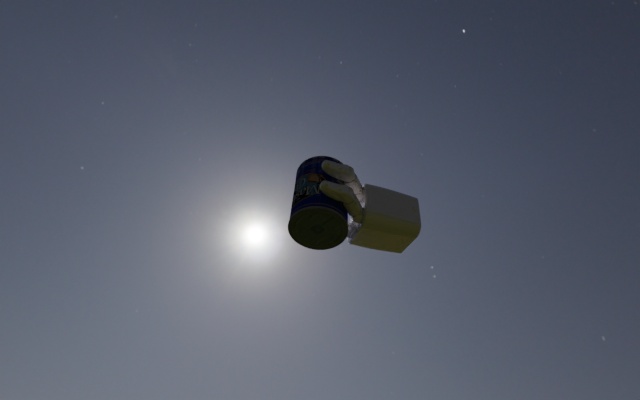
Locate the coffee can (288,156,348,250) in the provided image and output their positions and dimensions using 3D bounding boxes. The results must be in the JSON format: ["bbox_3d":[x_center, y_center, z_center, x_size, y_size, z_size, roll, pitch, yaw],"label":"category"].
[{"bbox_3d":[0.000,0.003,0.856,0.103,0.103,0.140,0,43,5],"label":"coffee can"}]
